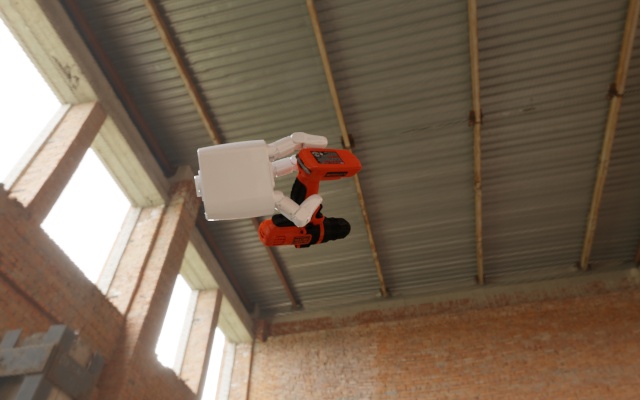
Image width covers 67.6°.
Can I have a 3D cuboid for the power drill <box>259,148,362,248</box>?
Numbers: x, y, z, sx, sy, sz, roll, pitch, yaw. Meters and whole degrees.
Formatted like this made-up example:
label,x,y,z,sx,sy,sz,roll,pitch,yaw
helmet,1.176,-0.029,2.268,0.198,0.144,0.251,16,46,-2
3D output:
label,x,y,z,sx,sy,sz,roll,pitch,yaw
power drill,0.000,0.002,0.818,0.184,0.188,0.057,-3,40,-35
